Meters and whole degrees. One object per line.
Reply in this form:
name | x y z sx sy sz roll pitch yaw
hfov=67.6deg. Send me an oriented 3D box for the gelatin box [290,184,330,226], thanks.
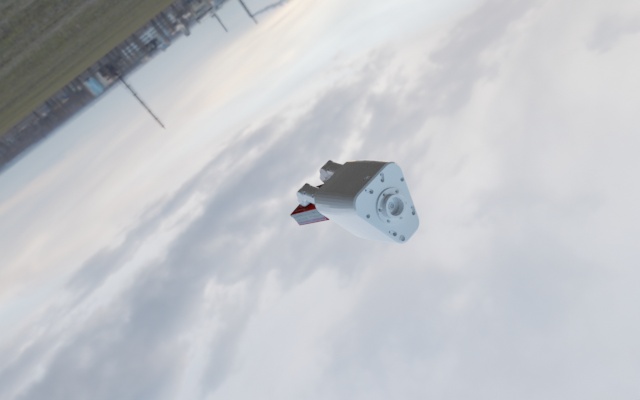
gelatin box | 0.000 0.003 0.787 0.089 0.030 0.073 -16 30 55
